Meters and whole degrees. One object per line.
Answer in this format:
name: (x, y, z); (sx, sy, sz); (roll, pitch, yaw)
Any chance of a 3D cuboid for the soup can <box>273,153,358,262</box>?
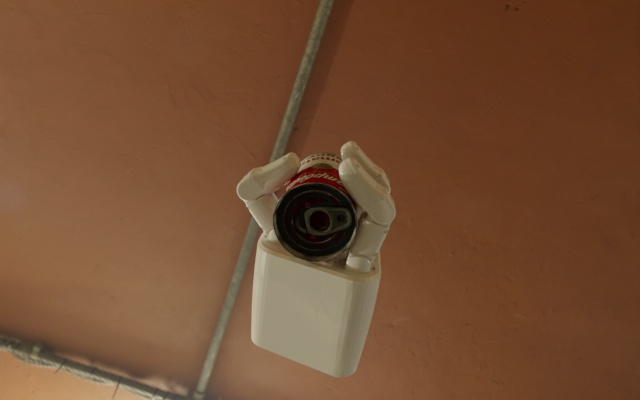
soup can: (0.000, 0.001, 0.424); (0.068, 0.068, 0.102); (0, 20, 5)
